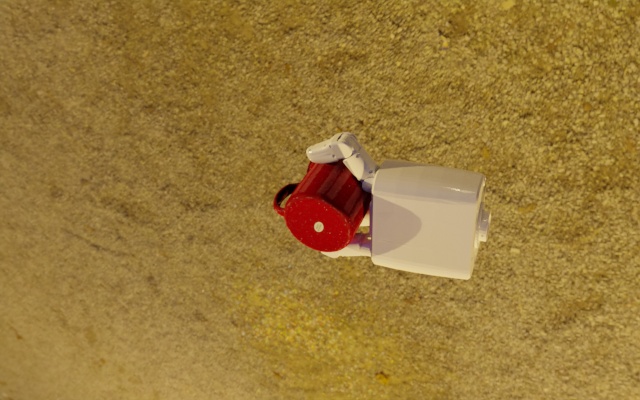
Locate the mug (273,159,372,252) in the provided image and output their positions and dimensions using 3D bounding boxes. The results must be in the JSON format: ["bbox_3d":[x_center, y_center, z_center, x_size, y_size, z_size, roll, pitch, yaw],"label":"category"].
[{"bbox_3d":[-0.001,0.002,0.539,0.117,0.093,0.081,7,40,24],"label":"mug"}]
